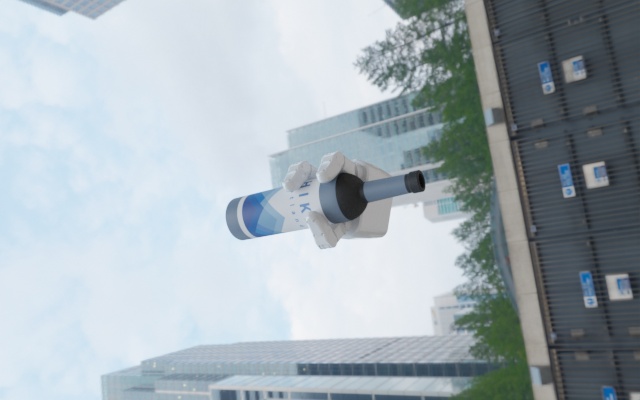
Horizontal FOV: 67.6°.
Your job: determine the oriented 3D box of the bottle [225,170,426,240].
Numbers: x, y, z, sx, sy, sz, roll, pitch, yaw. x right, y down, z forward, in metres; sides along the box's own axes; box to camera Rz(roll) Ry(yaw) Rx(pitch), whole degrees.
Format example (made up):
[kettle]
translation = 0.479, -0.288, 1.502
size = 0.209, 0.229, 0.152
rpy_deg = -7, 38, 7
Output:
[bottle]
translation = 0.000, 0.002, 0.659
size = 0.296, 0.069, 0.069
rpy_deg = -12, -6, 31
